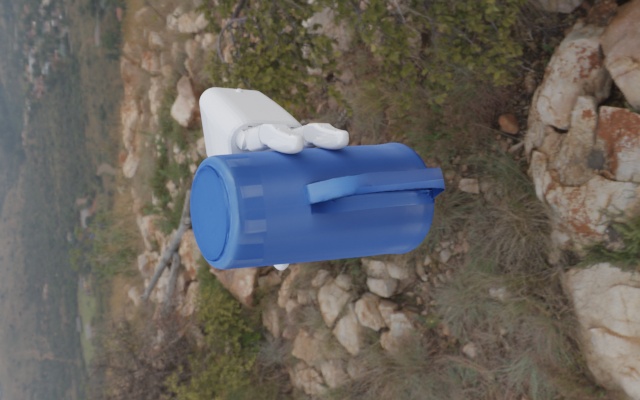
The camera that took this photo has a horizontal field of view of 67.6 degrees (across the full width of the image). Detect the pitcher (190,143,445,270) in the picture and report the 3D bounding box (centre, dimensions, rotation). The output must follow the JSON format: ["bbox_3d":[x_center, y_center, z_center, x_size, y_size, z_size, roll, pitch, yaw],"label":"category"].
[{"bbox_3d":[0.000,0.002,0.502,0.243,0.149,0.145,-5,37,-35],"label":"pitcher"}]
